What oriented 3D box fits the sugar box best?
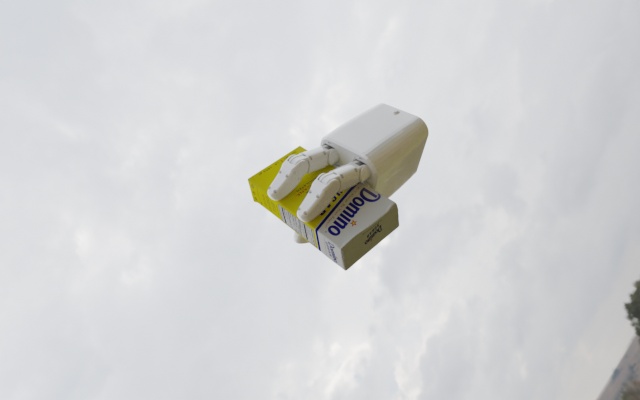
[{"bbox_3d":[0.000,0.001,0.584,0.093,0.048,0.176,-37,47,-25],"label":"sugar box"}]
